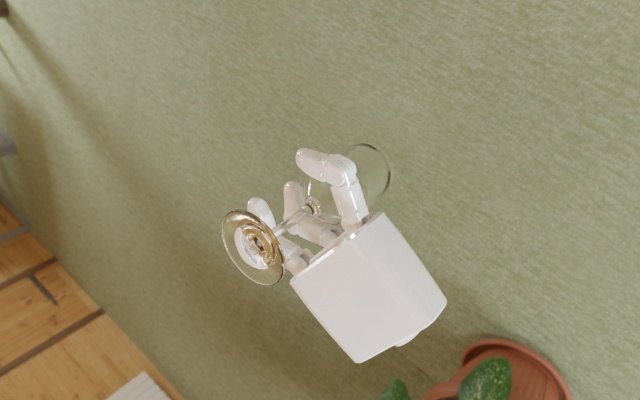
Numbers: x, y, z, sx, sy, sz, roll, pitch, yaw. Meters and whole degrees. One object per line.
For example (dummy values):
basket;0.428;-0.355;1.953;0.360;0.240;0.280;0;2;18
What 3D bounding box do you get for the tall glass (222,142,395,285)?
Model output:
tall glass;0.000;0.002;0.481;0.079;0.079;0.201;0;24;41
